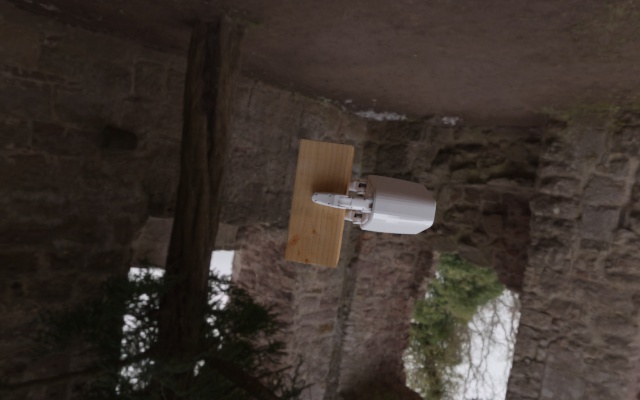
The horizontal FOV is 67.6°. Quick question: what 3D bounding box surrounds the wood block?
[{"bbox_3d":[0.000,0.003,0.833,0.090,0.206,0.091,8,3,6],"label":"wood block"}]
